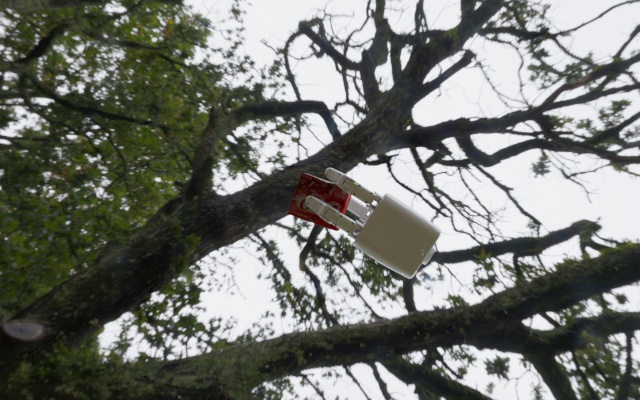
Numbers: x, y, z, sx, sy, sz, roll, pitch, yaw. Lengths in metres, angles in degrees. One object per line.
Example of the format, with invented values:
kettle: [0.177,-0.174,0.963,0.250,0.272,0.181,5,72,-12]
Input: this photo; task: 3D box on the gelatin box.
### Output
gelatin box: [0.000,0.002,0.783,0.089,0.073,0.030,20,3,14]
